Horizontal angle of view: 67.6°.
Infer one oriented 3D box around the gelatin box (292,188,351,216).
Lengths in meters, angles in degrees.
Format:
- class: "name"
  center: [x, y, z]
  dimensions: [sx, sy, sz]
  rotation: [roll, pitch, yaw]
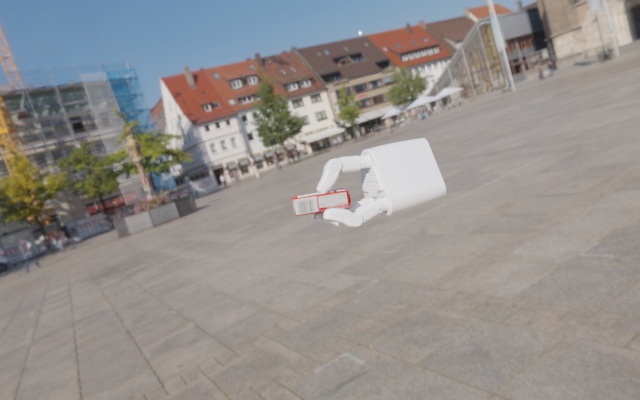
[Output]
- class: "gelatin box"
  center: [0.000, 0.002, 0.765]
  dimensions: [0.089, 0.030, 0.073]
  rotation: [-9, 4, -4]
